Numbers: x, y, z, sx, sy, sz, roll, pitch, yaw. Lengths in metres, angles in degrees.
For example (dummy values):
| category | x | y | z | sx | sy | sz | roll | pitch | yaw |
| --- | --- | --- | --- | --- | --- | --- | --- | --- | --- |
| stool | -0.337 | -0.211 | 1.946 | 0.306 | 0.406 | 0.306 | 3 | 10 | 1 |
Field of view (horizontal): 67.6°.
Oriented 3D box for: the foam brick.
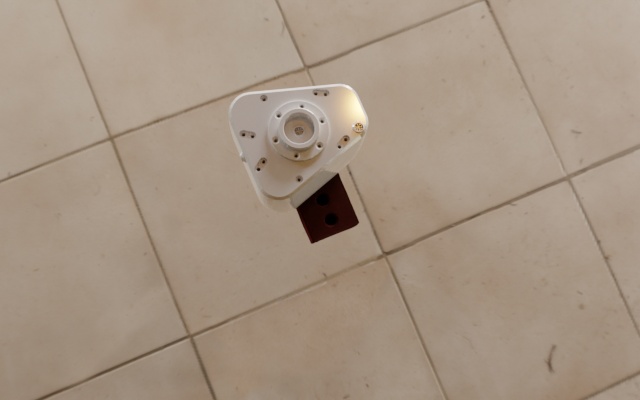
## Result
| category | x | y | z | sx | sy | sz | roll | pitch | yaw |
| --- | --- | --- | --- | --- | --- | --- | --- | --- | --- |
| foam brick | 0.000 | 0.002 | 0.507 | 0.053 | 0.078 | 0.051 | -23 | -3 | -7 |
